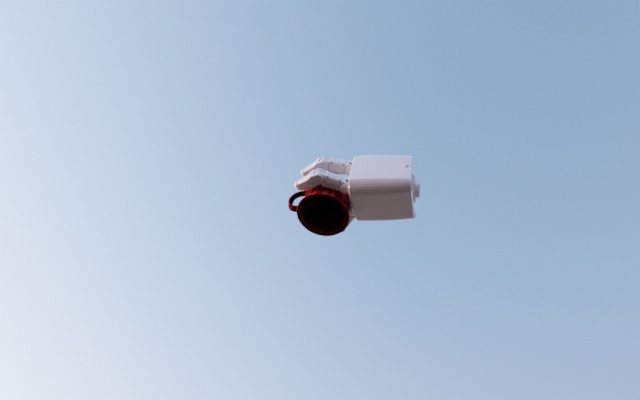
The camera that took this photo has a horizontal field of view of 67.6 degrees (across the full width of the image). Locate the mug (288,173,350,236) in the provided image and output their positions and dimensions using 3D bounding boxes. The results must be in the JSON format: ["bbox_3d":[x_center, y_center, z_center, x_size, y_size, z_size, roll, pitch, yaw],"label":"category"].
[{"bbox_3d":[-0.001,0.003,0.858,0.117,0.093,0.081,0,36,14],"label":"mug"}]
